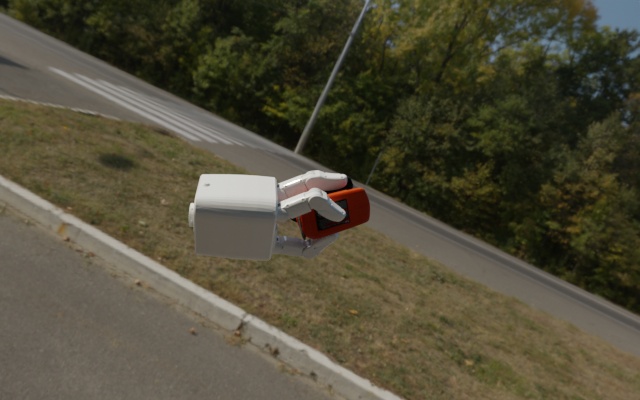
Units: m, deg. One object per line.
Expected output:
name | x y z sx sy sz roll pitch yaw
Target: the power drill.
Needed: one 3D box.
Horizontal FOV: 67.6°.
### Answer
power drill | 0.000 0.003 0.746 0.184 0.057 0.187 -18 13 -21
